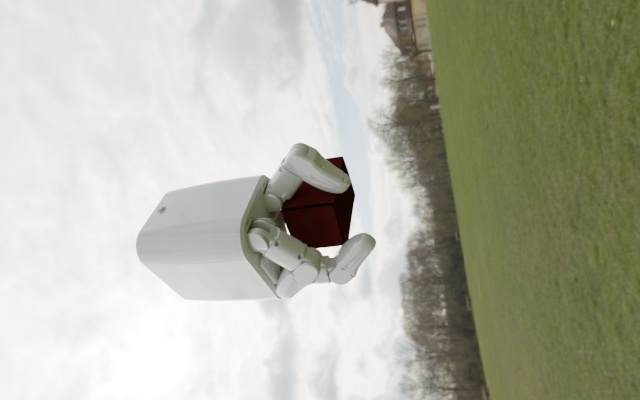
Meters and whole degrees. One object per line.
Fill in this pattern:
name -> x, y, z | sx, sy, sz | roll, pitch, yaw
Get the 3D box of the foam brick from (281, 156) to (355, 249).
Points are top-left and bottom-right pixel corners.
foam brick -> 0.000, 0.001, 0.462 | 0.051, 0.053, 0.078 | -8, 35, 16
